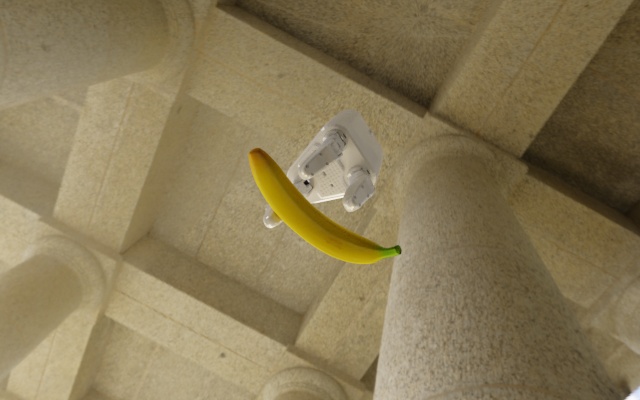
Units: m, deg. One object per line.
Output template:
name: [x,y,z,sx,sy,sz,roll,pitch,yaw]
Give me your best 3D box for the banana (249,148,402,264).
banana: [-0.006,0.017,0.539,0.198,0.070,0.037,34,32,1]
